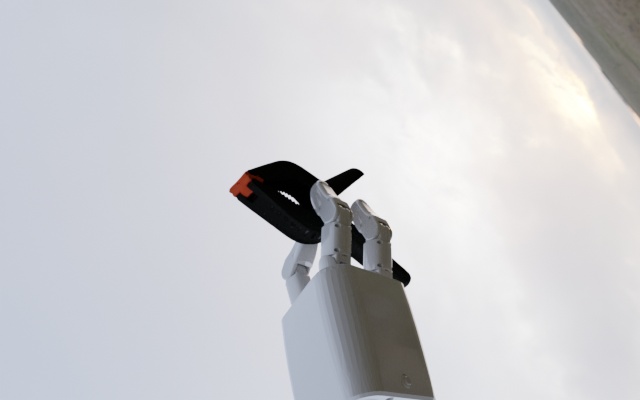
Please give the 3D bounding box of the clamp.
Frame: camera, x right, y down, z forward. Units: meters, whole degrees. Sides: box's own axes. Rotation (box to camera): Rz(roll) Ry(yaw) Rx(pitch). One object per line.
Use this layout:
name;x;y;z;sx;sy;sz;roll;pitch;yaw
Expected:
clamp;-0.001;0.002;0.496;0.210;0.164;0.036;23;-54;-36
